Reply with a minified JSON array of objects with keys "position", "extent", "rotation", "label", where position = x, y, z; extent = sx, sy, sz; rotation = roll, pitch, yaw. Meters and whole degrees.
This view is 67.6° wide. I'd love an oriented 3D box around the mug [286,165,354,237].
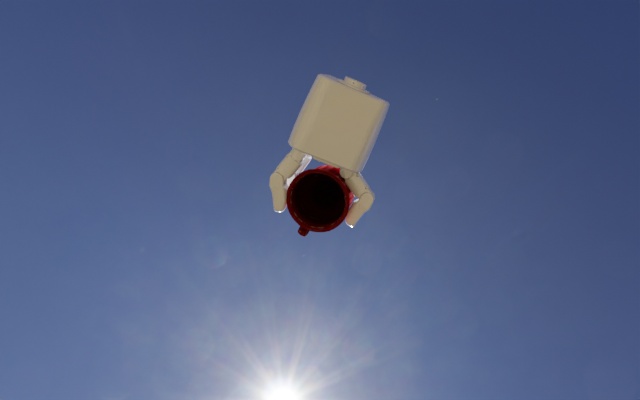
[{"position":[0.000,0.004,0.719],"extent":[0.093,0.117,0.081],"rotation":[28,18,7],"label":"mug"}]
